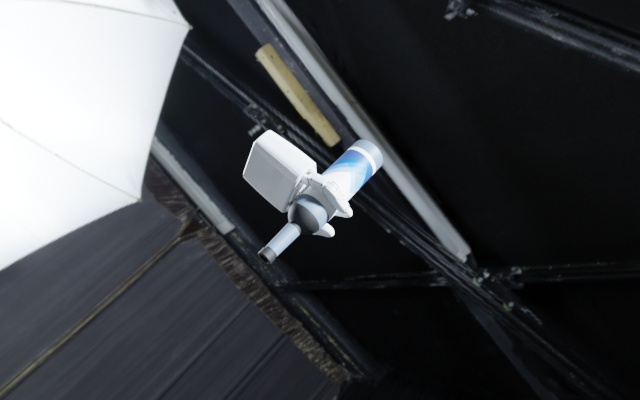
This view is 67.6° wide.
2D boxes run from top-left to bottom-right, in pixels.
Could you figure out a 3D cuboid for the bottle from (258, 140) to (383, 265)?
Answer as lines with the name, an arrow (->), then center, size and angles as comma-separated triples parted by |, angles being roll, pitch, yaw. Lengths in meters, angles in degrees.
bottle -> 0.000, 0.003, 0.840 | 0.295, 0.069, 0.069 | -45, 25, -28
